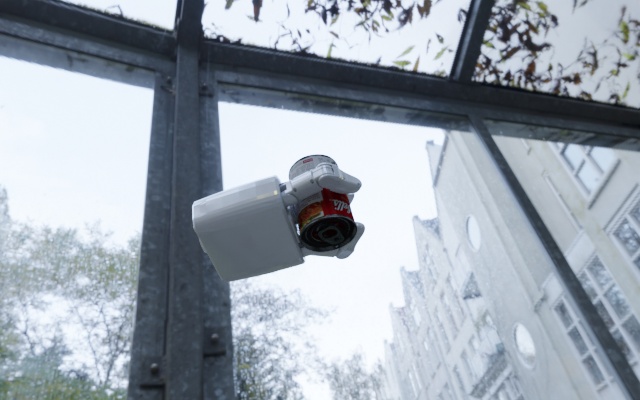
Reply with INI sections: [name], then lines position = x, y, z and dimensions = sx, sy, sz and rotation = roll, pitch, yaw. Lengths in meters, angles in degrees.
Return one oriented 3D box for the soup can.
[soup can]
position = 0.000, 0.001, 0.581
dimensions = 0.068, 0.102, 0.069
rotation = -8, -39, -7
